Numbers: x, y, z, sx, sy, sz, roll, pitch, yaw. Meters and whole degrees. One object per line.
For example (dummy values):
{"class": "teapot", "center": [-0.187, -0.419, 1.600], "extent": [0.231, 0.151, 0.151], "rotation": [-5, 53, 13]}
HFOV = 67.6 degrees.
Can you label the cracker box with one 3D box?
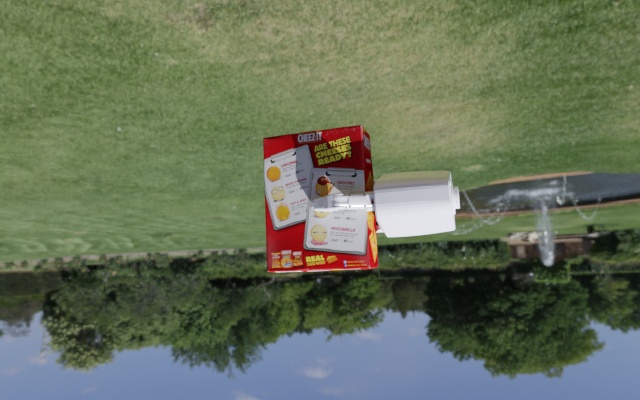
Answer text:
{"class": "cracker box", "center": [0.000, 0.003, 0.749], "extent": [0.164, 0.213, 0.072], "rotation": [-5, -8, 17]}
